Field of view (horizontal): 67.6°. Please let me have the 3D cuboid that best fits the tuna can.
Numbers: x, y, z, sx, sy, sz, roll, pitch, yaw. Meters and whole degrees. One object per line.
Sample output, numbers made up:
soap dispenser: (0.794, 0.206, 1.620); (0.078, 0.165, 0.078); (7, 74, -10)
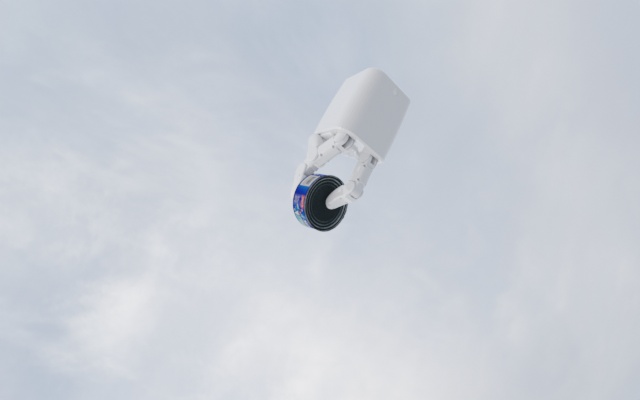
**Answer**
tuna can: (0.000, 0.002, 0.722); (0.086, 0.086, 0.033); (0, 8, -41)
